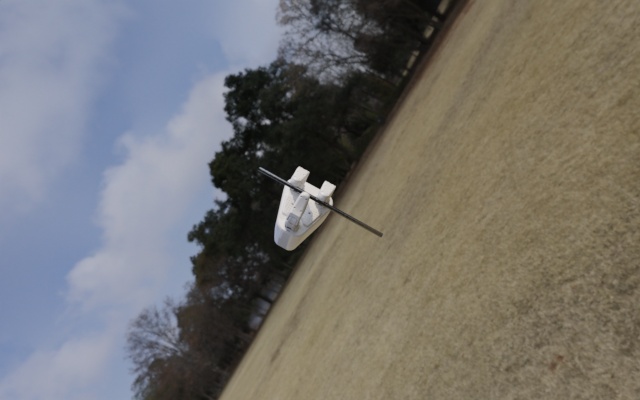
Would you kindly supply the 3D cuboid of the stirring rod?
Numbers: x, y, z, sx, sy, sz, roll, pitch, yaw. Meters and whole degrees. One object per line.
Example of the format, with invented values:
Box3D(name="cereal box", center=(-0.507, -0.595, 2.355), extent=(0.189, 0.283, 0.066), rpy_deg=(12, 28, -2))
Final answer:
Box3D(name="stirring rod", center=(0.000, 0.003, 0.821), extent=(0.239, 0.011, 0.011), rpy_deg=(29, 1, 1))
